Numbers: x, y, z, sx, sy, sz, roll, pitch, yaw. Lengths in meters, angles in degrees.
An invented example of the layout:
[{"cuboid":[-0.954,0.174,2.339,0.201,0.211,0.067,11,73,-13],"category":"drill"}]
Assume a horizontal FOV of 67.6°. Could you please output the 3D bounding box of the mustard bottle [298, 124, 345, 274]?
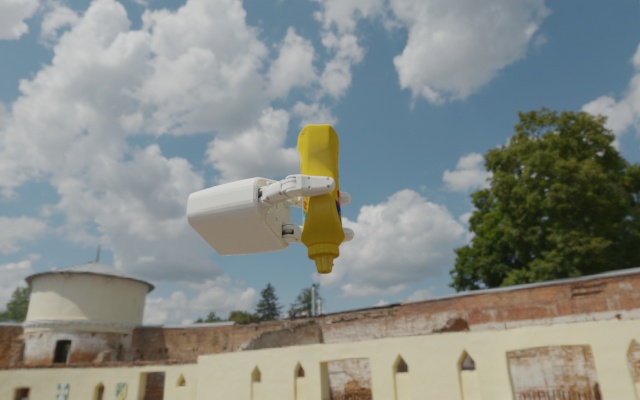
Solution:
[{"cuboid":[0.000,0.002,0.635,0.058,0.191,0.096,-1,-22,-3],"category":"mustard bottle"}]
